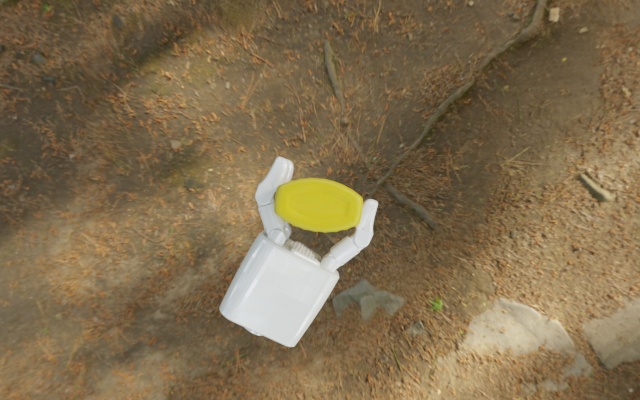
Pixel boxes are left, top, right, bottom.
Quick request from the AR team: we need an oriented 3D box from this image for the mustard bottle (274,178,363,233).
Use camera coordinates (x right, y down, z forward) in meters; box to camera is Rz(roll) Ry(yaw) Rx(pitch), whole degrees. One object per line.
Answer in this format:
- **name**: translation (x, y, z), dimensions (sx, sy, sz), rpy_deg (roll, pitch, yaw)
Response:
- **mustard bottle**: translation (0.000, 0.002, 0.603), dimensions (0.096, 0.058, 0.191), rpy_deg (6, 2, 1)
